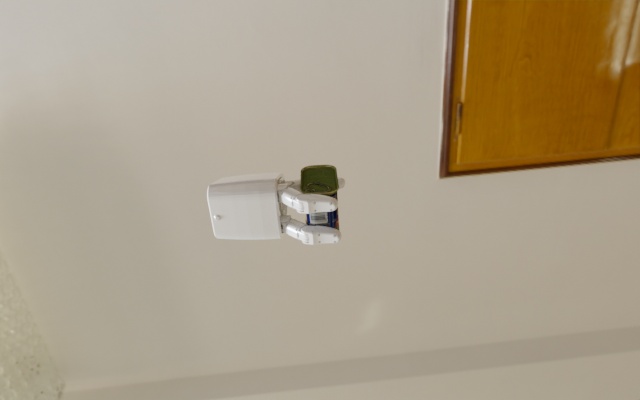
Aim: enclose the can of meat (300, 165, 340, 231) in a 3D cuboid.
[{"bbox_3d":[0.000,0.003,0.749,0.057,0.084,0.102,-4,28,0],"label":"can of meat"}]
